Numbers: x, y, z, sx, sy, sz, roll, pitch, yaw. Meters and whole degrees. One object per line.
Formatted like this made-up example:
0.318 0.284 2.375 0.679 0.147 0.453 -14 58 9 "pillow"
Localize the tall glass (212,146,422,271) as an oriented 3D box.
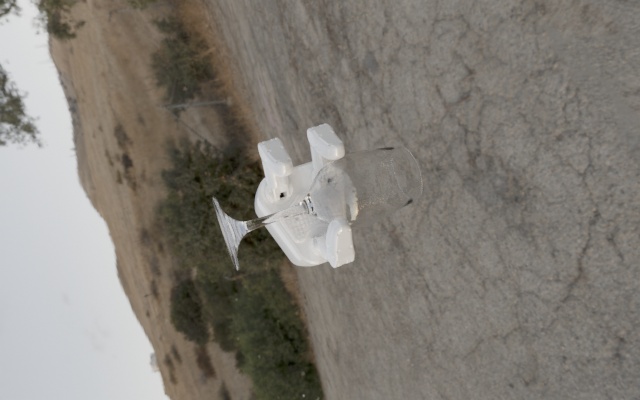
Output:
-0.001 0.002 0.480 0.201 0.079 0.079 -18 5 -15 "tall glass"
